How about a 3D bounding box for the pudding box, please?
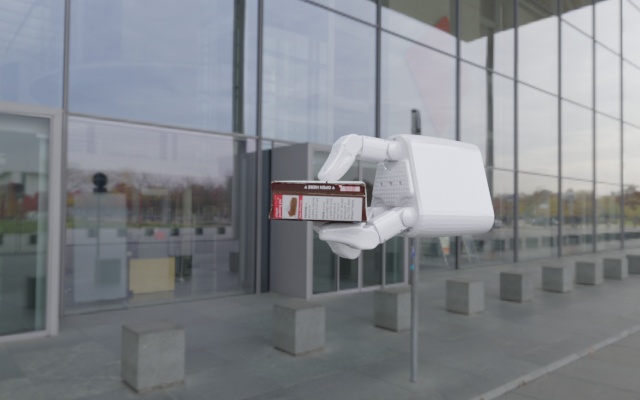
[{"bbox_3d":[0.000,0.001,0.480,0.090,0.039,0.113,1,-2,2],"label":"pudding box"}]
